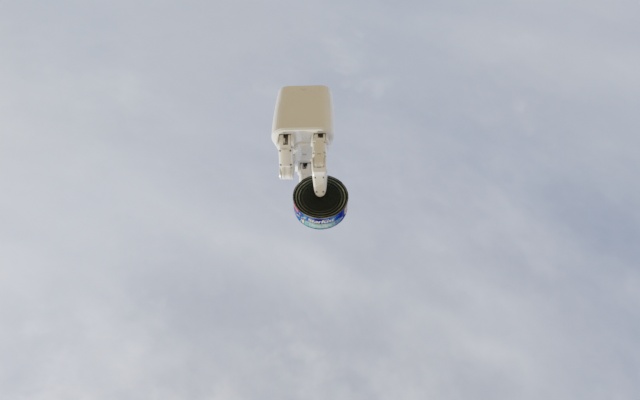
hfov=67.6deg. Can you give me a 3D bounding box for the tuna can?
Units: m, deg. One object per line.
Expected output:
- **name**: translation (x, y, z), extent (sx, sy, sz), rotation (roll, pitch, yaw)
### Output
- **tuna can**: translation (0.000, 0.003, 0.742), extent (0.086, 0.086, 0.034), rotation (0, -38, 0)
